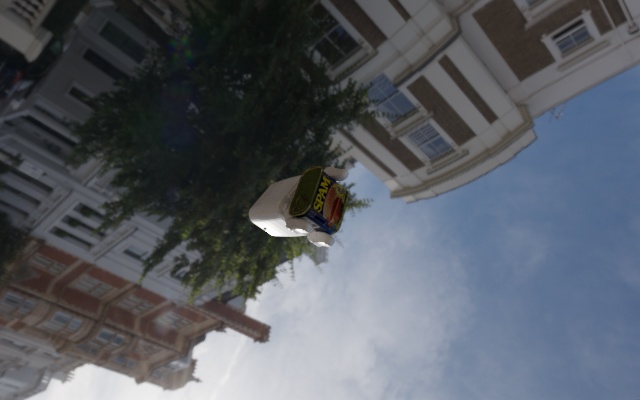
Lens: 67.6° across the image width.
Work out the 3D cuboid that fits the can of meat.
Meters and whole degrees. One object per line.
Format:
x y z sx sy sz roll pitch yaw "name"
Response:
0.000 0.003 0.870 0.057 0.102 0.084 -13 -40 45 "can of meat"
